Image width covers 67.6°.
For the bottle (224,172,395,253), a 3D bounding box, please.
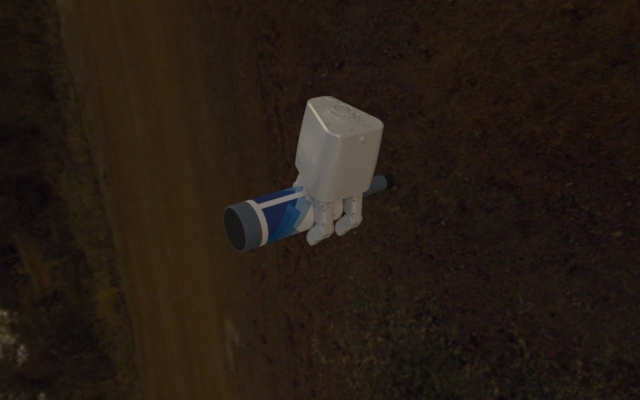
[{"bbox_3d":[0.000,0.003,0.731,0.295,0.069,0.069,-18,10,-33],"label":"bottle"}]
